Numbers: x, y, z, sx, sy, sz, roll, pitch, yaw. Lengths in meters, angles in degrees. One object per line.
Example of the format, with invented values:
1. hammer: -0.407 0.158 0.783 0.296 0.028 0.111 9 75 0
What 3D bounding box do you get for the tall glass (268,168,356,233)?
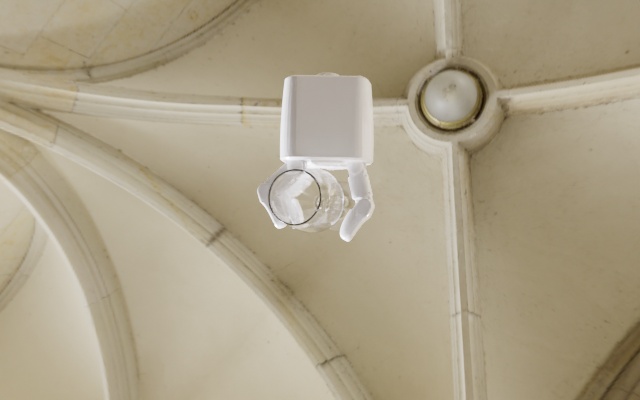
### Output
1. tall glass: 0.000 0.002 0.610 0.079 0.079 0.201 0 -3 17
